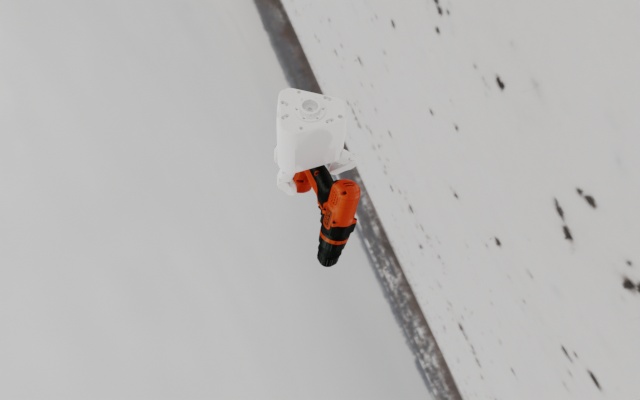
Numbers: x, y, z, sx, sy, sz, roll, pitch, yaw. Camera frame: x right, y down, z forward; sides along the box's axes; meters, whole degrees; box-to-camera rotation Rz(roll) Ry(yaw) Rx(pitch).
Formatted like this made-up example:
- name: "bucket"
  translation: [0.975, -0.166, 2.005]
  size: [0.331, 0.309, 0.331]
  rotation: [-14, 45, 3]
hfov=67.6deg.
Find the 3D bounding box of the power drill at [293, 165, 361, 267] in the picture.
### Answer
- name: "power drill"
  translation: [0.000, 0.002, 0.862]
  size: [0.057, 0.185, 0.187]
  rotation: [-8, 43, -29]
